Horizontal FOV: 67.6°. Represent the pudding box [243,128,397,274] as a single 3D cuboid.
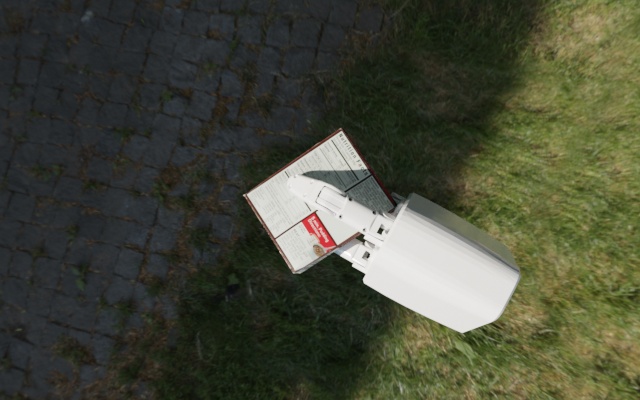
[{"bbox_3d":[0.000,0.001,0.442,0.113,0.090,0.039,-33,-7,1],"label":"pudding box"}]
